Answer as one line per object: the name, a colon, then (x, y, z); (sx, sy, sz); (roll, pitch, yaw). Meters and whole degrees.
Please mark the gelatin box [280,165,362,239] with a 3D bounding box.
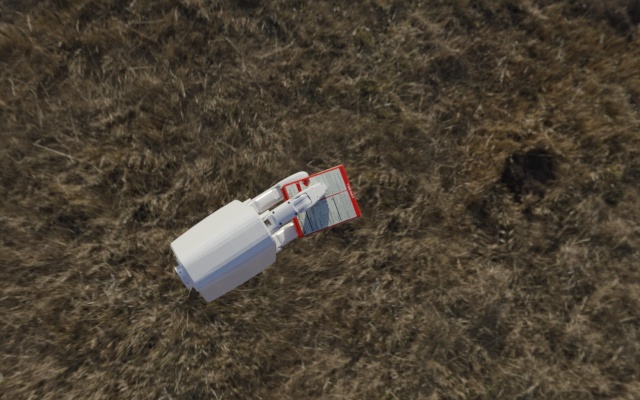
gelatin box: (0.000, 0.002, 0.634); (0.089, 0.073, 0.030); (-20, -4, -12)
